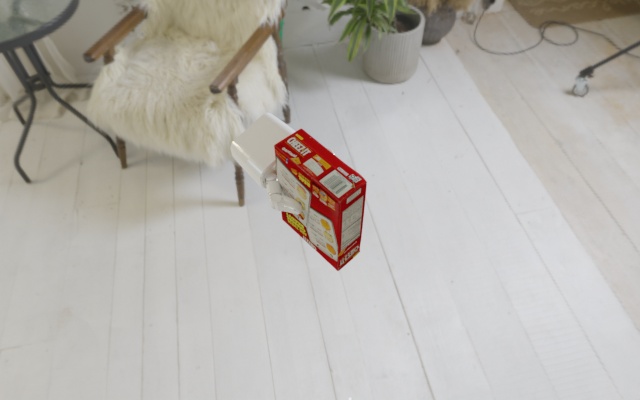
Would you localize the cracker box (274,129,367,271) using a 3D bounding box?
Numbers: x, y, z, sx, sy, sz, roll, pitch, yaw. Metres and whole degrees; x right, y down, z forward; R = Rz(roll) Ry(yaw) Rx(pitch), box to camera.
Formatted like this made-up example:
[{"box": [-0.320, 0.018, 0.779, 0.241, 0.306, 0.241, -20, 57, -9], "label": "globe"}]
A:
[{"box": [0.000, 0.003, 0.847, 0.072, 0.214, 0.164, -36, 60, -23], "label": "cracker box"}]
